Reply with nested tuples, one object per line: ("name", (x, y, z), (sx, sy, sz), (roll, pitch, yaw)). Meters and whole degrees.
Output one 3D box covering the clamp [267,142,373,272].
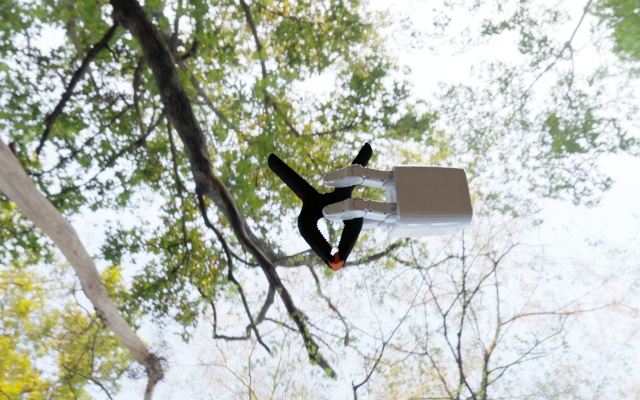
("clamp", (0.000, 0.003, 0.705), (0.164, 0.209, 0.036), (-2, -31, 2))
